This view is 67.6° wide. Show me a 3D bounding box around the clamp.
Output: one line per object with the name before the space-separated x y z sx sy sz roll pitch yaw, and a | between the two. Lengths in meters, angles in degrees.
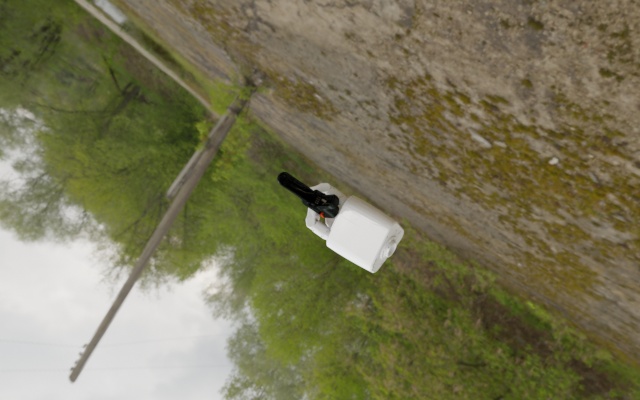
clamp | 0.000 0.003 0.884 0.120 0.039 0.171 30 -4 28
